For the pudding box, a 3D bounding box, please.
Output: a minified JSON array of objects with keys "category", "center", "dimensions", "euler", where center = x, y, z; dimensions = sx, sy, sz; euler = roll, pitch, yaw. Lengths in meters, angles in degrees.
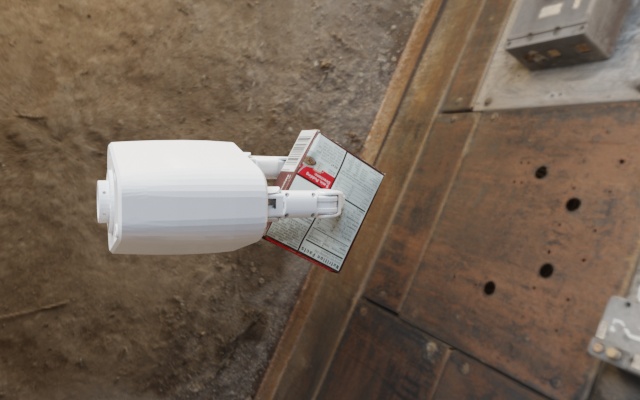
[{"category":"pudding box","center":[0.000,0.001,0.460],"dimensions":[0.090,0.113,0.039],"euler":[31,-8,-26]}]
